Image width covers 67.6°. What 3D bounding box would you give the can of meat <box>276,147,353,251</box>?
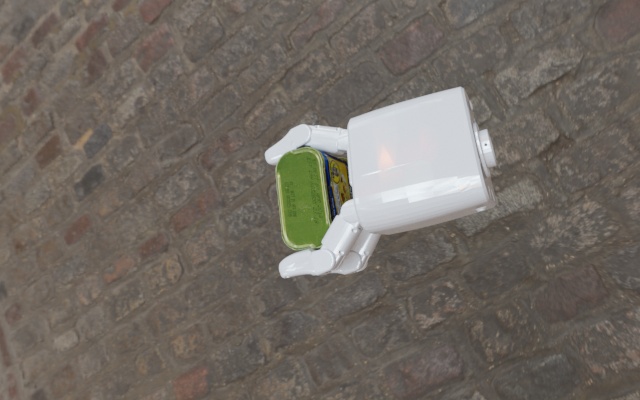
[{"bbox_3d":[0.000,0.001,0.479,0.057,0.102,0.084,-11,-9,23],"label":"can of meat"}]
